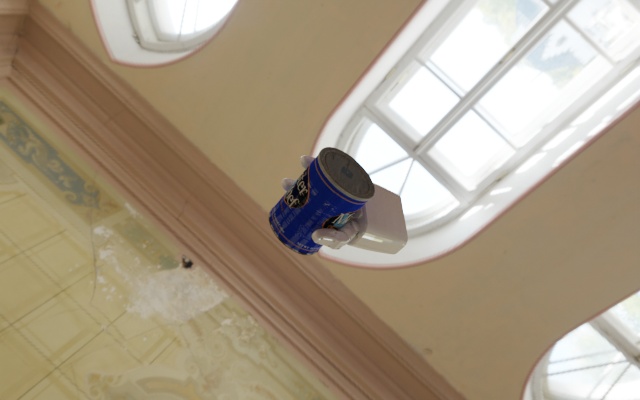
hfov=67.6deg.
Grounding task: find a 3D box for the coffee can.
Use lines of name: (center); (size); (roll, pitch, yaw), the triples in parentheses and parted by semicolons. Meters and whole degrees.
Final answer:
coffee can: (0.000, 0.002, 0.735); (0.103, 0.102, 0.140); (0, -40, -49)
